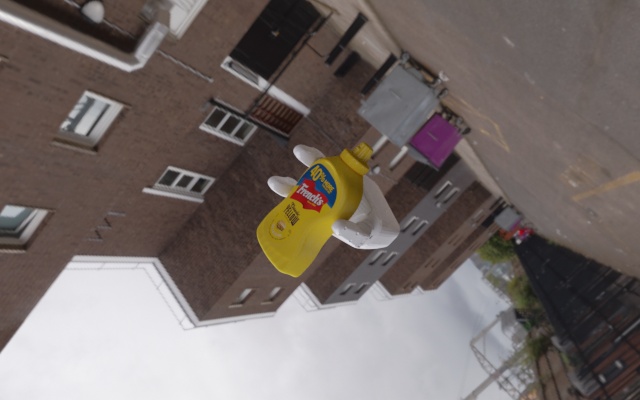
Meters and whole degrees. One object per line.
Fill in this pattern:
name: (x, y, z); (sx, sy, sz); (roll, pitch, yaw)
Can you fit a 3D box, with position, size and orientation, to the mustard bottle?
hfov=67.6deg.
mustard bottle: (0.000, 0.002, 0.623); (0.058, 0.192, 0.096); (29, 18, -42)
